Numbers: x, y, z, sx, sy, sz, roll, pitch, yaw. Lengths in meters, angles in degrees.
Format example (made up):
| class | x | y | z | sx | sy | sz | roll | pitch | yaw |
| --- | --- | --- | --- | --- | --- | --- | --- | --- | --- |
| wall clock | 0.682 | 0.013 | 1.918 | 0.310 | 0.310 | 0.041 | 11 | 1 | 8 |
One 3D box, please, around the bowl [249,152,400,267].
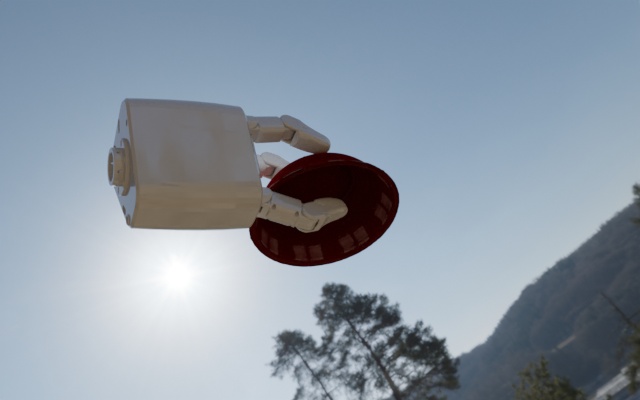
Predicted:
| class | x | y | z | sx | sy | sz | roll | pitch | yaw |
| --- | --- | --- | --- | --- | --- | --- | --- | --- | --- |
| bowl | 0.001 | 0.002 | 0.517 | 0.162 | 0.055 | 0.162 | -9 | -43 | -9 |
